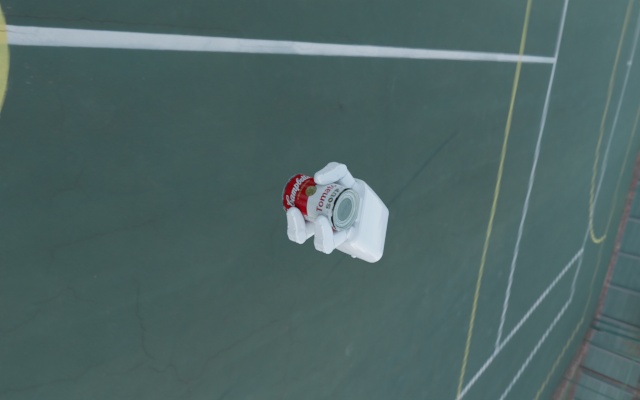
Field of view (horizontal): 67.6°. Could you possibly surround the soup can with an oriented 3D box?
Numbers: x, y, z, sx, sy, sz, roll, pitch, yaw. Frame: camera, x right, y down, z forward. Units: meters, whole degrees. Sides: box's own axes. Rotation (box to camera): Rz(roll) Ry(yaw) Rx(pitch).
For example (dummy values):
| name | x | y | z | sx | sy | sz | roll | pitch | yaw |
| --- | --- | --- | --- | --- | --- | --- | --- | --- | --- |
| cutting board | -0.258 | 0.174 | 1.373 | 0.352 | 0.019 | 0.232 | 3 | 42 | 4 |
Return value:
| name | x | y | z | sx | sy | sz | roll | pitch | yaw |
| --- | --- | --- | --- | --- | --- | --- | --- | --- | --- |
| soup can | 0.000 | 0.002 | 0.733 | 0.102 | 0.068 | 0.068 | 18 | 11 | 37 |
